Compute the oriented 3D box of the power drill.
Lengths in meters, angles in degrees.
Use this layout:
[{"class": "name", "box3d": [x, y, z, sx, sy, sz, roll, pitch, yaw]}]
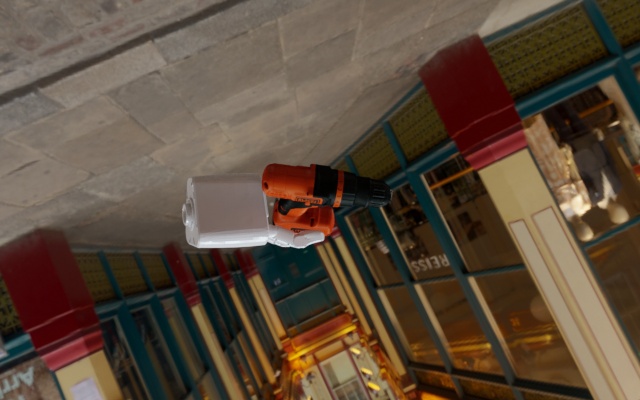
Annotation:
[{"class": "power drill", "box3d": [0.000, 0.003, 0.732, 0.184, 0.057, 0.188, 9, -22, -6]}]
